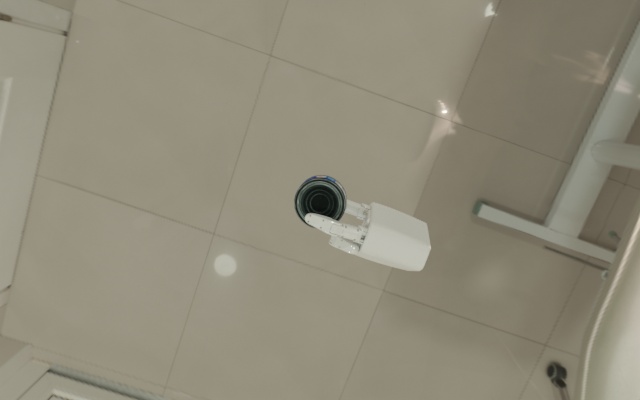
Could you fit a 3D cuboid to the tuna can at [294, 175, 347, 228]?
[{"bbox_3d":[0.000,0.003,0.783,0.086,0.086,0.033,0,10,6],"label":"tuna can"}]
